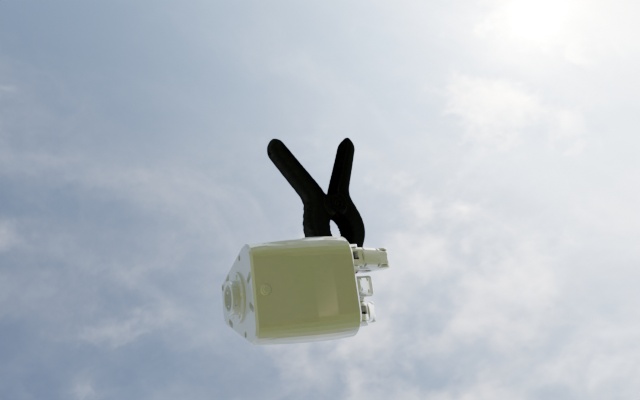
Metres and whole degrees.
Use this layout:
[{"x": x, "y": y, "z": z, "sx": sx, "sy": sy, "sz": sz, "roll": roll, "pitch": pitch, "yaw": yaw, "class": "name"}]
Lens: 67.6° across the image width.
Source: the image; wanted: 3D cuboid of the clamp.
[{"x": 0.000, "y": 0.002, "z": 0.541, "sx": 0.120, "sy": 0.171, "sz": 0.039, "roll": 1, "pitch": -21, "yaw": -29, "class": "clamp"}]
